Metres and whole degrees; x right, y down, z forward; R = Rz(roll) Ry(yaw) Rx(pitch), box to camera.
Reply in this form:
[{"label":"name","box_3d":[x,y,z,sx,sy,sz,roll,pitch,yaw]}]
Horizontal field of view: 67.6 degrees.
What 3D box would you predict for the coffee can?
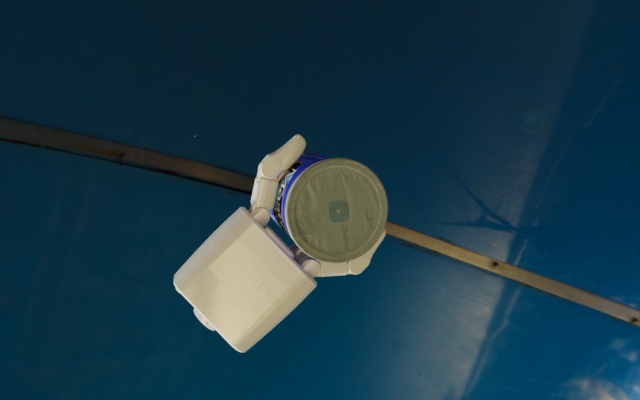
[{"label":"coffee can","box_3d":[0.000,0.002,0.523,0.103,0.103,0.140,0,7,-15]}]
